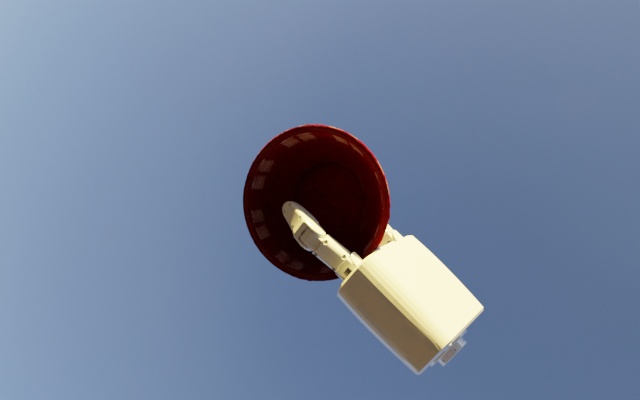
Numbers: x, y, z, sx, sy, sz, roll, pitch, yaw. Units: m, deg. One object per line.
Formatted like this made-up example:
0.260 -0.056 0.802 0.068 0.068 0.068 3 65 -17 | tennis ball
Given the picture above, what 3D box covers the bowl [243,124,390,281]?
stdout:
-0.001 0.001 0.514 0.162 0.162 0.055 0 4 20 | bowl
